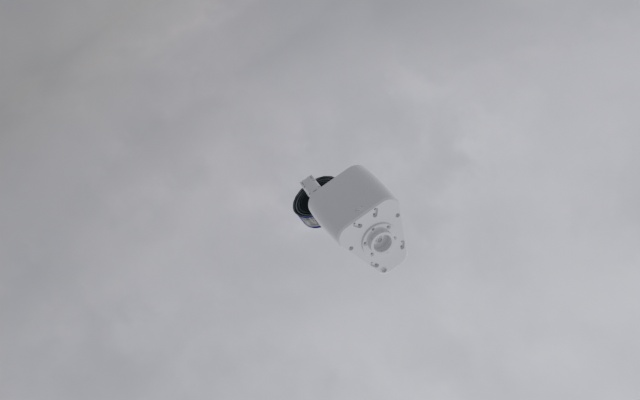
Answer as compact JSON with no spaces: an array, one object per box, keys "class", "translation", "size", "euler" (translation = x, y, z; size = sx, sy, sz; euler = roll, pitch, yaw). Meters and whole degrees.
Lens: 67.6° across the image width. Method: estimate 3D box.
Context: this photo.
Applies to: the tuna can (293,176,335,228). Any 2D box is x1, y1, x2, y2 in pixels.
[{"class":"tuna can","translation":[0.000,0.003,0.765],"size":[0.086,0.086,0.034],"euler":[0,-41,41]}]
